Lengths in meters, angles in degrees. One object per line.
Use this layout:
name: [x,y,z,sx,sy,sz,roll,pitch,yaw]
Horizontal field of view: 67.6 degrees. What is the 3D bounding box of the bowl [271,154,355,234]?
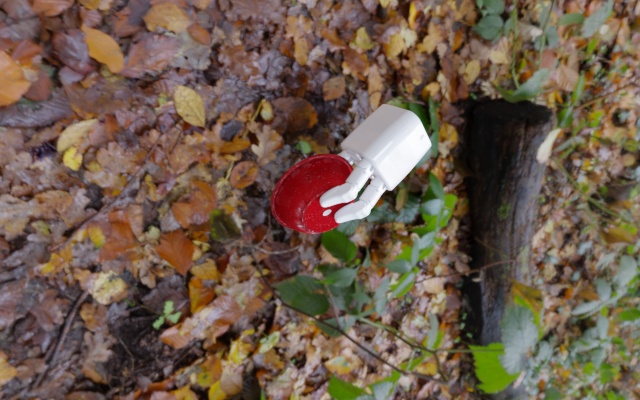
bowl: [-0.001,0.004,0.809,0.162,0.162,0.055,0,37,-32]
